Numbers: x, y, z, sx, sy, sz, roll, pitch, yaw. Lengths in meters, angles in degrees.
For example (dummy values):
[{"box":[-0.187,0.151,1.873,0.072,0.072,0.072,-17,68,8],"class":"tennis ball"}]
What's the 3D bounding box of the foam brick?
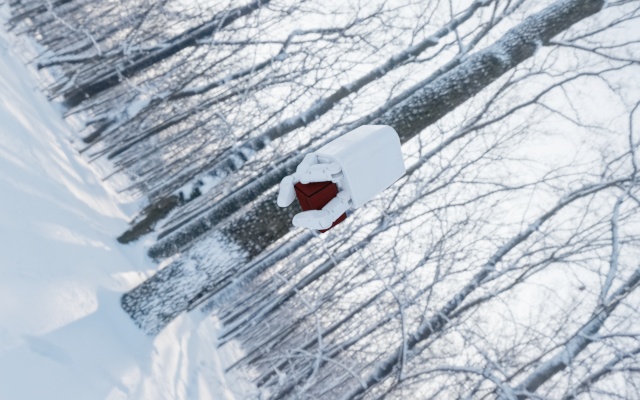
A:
[{"box":[0.000,0.003,0.756,0.051,0.078,0.053,-33,37,-17],"class":"foam brick"}]
